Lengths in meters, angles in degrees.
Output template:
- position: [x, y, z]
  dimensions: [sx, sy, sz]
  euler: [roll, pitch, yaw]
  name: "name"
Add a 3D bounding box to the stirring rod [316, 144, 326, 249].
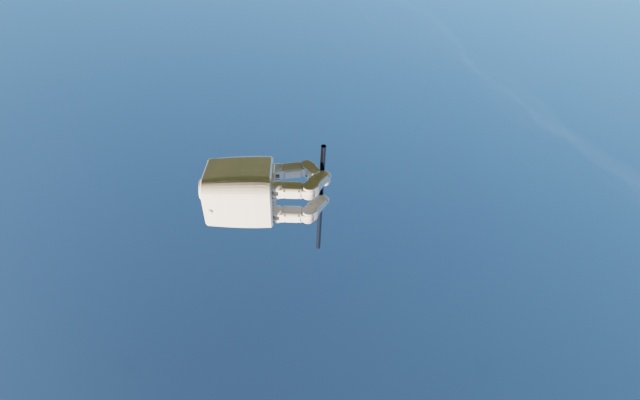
- position: [0.000, 0.003, 0.799]
  dimensions: [0.011, 0.011, 0.240]
  euler: [0, -44, -3]
  name: "stirring rod"
